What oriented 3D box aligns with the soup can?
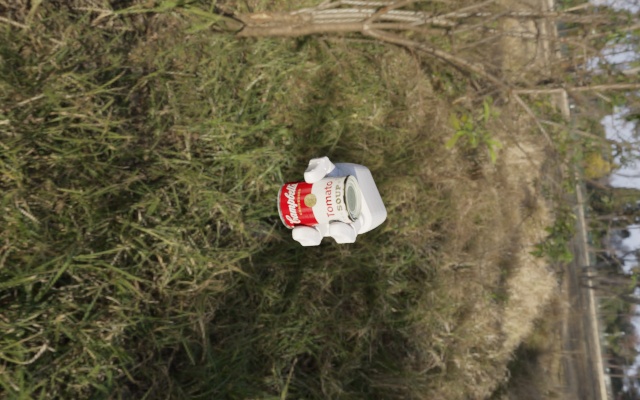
[{"bbox_3d":[0.000,0.002,0.675,0.102,0.068,0.068,-6,-2,23],"label":"soup can"}]
